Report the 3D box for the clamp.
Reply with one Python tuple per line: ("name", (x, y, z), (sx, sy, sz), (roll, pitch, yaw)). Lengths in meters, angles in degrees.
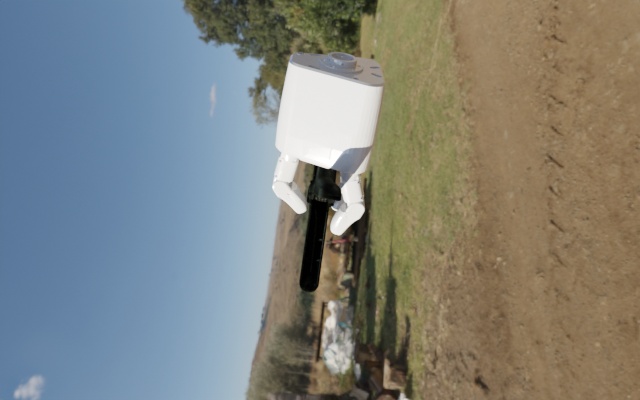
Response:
("clamp", (-0.001, 0.001, 0.620), (0.036, 0.165, 0.209), (10, 33, -5))
